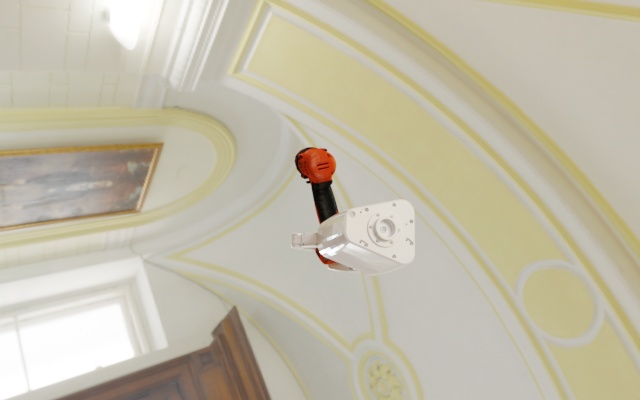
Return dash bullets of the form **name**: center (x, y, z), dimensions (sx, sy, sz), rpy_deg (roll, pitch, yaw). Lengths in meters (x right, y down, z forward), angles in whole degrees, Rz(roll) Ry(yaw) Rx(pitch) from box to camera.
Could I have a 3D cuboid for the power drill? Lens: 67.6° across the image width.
- **power drill**: center (0.000, 0.003, 0.803), dimensions (0.057, 0.188, 0.184), rpy_deg (-15, 10, -7)
